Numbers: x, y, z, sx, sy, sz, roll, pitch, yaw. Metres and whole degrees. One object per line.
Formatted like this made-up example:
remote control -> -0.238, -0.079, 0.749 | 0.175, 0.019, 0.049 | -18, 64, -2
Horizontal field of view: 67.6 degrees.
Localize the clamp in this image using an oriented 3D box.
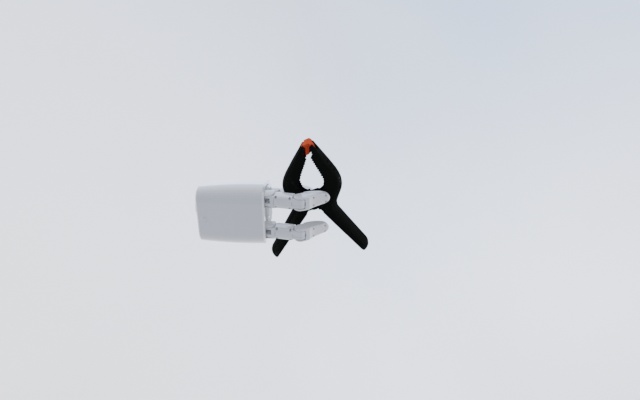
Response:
clamp -> 0.000, 0.002, 0.778 | 0.164, 0.210, 0.036 | 1, 27, -1
